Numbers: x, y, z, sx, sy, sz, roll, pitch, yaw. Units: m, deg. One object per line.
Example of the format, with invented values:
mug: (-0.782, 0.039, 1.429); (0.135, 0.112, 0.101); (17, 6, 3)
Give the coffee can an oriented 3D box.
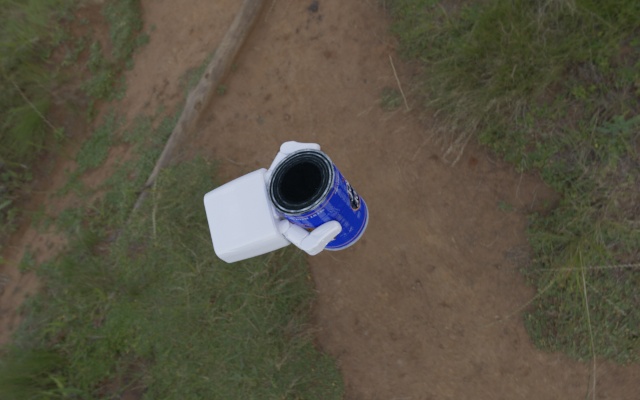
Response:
coffee can: (0.000, 0.002, 0.704); (0.103, 0.102, 0.140); (0, -25, 27)
